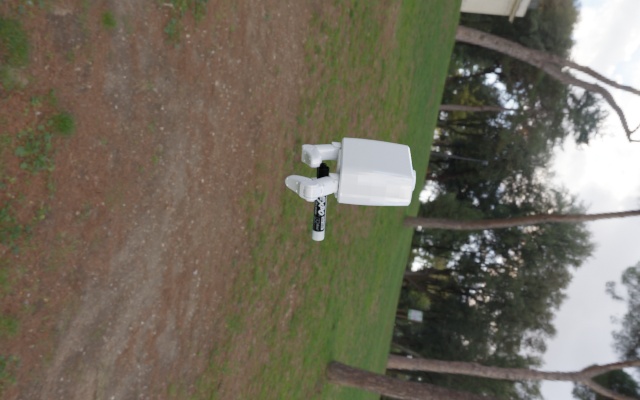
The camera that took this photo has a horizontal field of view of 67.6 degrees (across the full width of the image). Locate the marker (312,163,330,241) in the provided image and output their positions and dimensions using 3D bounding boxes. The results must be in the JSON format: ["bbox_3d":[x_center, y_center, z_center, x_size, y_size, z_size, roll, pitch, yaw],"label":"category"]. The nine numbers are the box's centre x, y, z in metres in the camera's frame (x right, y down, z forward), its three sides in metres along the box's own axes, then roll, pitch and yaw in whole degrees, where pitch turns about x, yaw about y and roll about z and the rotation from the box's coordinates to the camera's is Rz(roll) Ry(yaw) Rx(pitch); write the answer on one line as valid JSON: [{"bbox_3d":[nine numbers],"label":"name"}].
[{"bbox_3d":[0.000,0.002,0.709,0.020,0.121,0.020,4,23,-2],"label":"marker"}]
